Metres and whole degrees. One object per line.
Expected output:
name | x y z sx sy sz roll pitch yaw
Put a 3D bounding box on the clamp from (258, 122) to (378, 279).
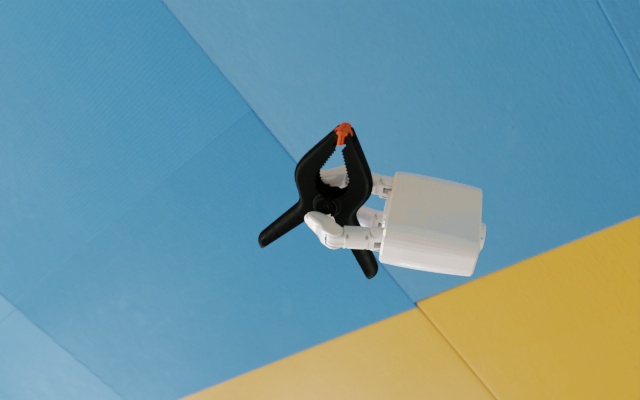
clamp | 0.000 0.002 0.589 0.164 0.210 0.036 9 34 9
